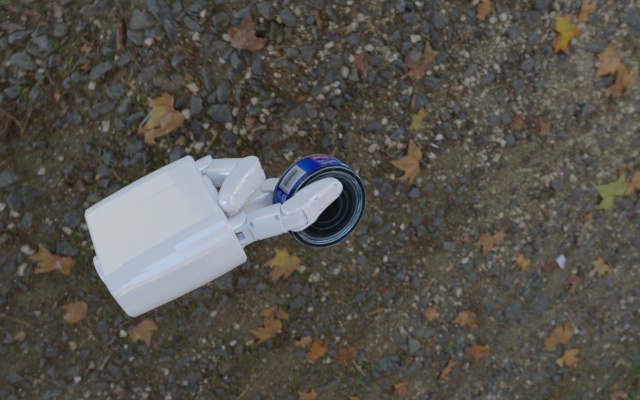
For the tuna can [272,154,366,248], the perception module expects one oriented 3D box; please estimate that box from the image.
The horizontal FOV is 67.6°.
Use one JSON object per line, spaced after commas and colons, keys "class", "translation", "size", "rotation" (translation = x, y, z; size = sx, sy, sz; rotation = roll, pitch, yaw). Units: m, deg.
{"class": "tuna can", "translation": [0.000, 0.002, 0.453], "size": [0.086, 0.086, 0.033], "rotation": [0, 22, -29]}
